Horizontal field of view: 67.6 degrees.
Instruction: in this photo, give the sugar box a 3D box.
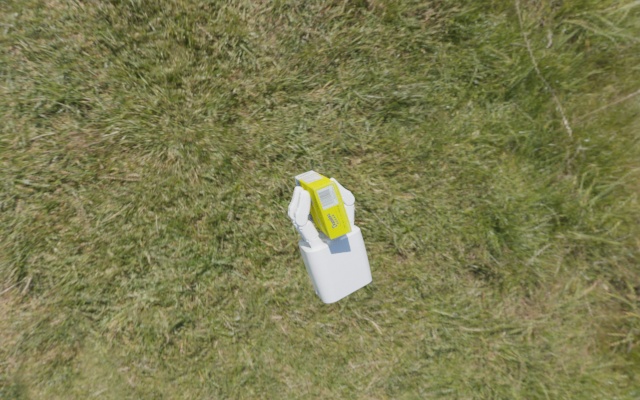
[{"bbox_3d":[0.000,0.003,0.857,0.048,0.093,0.176,-21,13,-12],"label":"sugar box"}]
